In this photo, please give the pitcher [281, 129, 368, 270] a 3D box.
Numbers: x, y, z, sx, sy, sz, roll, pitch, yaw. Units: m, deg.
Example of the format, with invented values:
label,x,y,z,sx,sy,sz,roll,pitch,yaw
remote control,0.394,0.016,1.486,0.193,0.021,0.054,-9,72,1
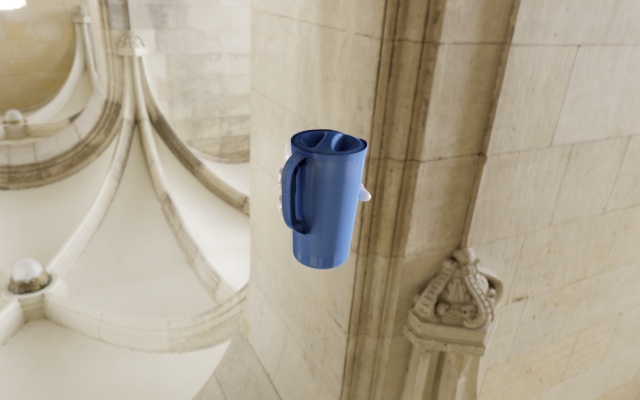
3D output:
label,x,y,z,sx,sy,sz,roll,pitch,yaw
pitcher,0.000,0.003,0.863,0.149,0.243,0.145,1,26,-7
